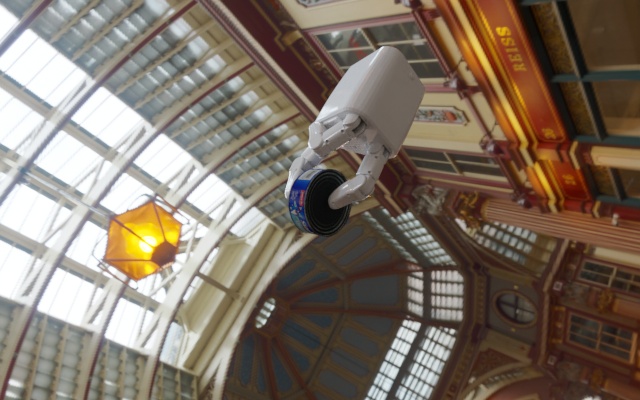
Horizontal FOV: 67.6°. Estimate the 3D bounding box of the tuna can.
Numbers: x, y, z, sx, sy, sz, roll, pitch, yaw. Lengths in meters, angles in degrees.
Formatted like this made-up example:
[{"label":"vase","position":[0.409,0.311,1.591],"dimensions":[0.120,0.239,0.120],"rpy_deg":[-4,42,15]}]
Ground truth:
[{"label":"tuna can","position":[0.000,0.002,0.609],"dimensions":[0.034,0.086,0.086],"rpy_deg":[6,4,44]}]
